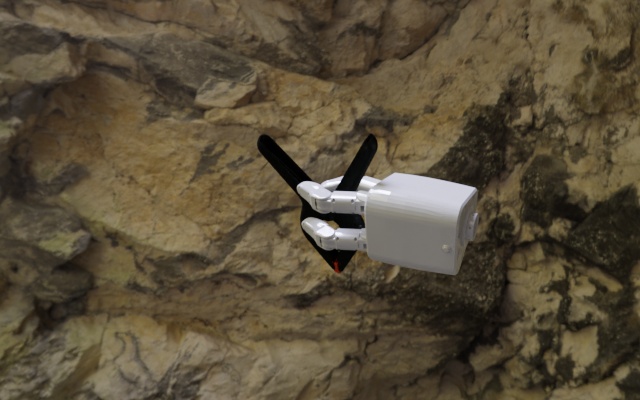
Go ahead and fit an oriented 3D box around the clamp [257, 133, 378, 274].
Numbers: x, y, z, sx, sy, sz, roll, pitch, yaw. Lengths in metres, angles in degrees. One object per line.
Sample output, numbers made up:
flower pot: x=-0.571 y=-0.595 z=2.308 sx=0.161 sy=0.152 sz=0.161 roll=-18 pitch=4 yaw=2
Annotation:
clamp: x=0.001 y=0.002 z=0.629 sx=0.164 sy=0.210 sz=0.036 roll=11 pitch=36 yaw=26
